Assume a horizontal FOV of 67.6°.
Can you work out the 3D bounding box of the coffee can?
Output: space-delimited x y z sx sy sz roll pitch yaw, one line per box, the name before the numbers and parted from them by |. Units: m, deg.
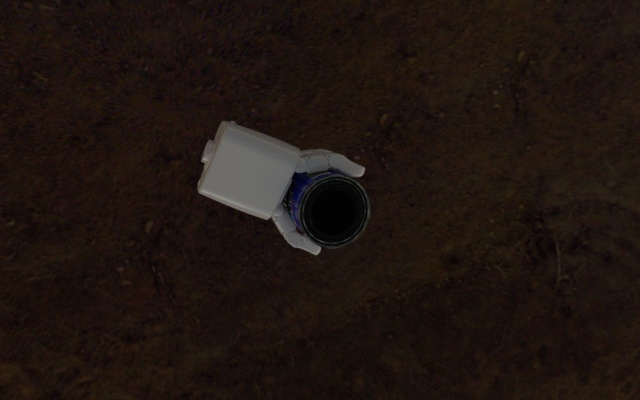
coffee can | 0.000 0.002 0.707 0.103 0.103 0.140 0 11 -17
